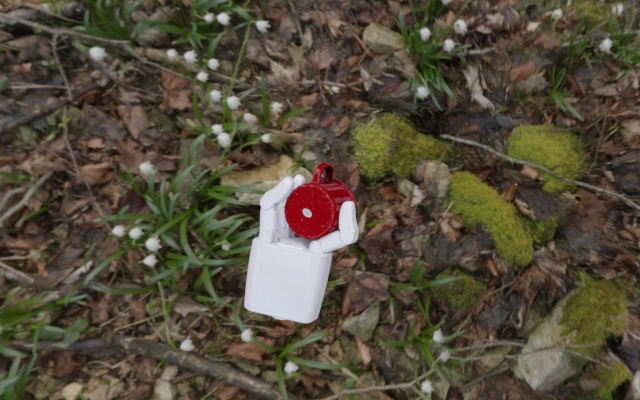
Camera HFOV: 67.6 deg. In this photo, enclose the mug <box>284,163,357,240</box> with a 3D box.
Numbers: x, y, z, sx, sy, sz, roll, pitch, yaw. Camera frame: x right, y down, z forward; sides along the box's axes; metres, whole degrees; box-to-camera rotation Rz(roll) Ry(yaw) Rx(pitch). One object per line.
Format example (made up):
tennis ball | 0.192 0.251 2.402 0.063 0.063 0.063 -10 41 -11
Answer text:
mug | 0.000 0.001 0.711 0.093 0.117 0.081 12 7 21
